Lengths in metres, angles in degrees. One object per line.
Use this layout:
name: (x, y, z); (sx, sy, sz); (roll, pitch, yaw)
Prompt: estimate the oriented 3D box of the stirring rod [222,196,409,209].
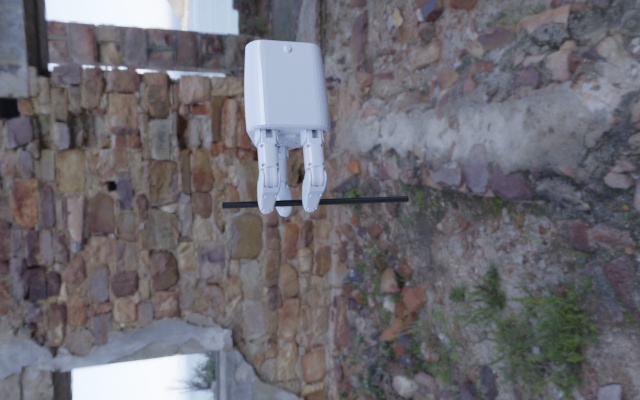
stirring rod: (0.000, 0.002, 0.596); (0.239, 0.011, 0.011); (-2, 0, -17)
